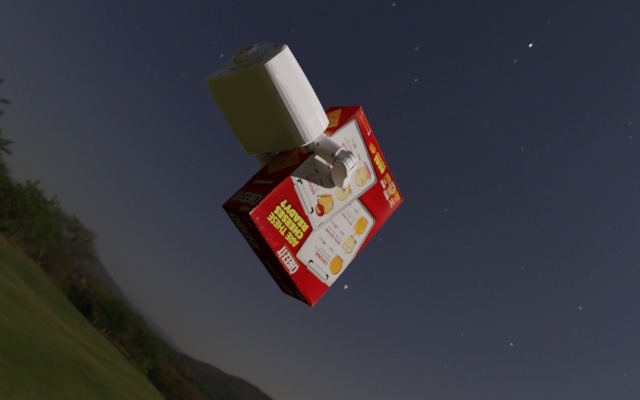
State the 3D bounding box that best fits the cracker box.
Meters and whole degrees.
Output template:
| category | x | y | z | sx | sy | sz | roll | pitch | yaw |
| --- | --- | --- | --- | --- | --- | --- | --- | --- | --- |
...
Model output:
| category | x | y | z | sx | sy | sz | roll | pitch | yaw |
| --- | --- | --- | --- | --- | --- | --- | --- | --- | --- |
| cracker box | 0.000 | 0.002 | 0.630 | 0.072 | 0.164 | 0.213 | 11 | 49 | 48 |
